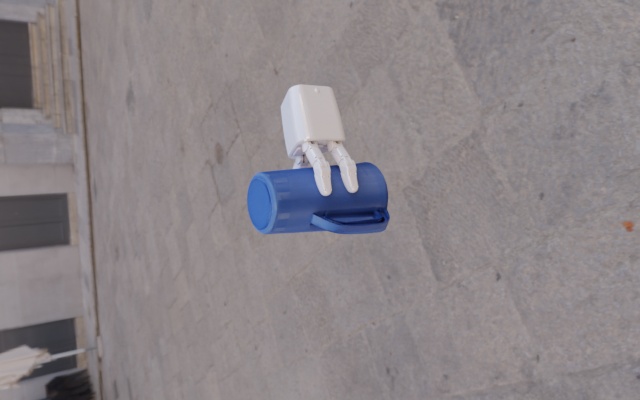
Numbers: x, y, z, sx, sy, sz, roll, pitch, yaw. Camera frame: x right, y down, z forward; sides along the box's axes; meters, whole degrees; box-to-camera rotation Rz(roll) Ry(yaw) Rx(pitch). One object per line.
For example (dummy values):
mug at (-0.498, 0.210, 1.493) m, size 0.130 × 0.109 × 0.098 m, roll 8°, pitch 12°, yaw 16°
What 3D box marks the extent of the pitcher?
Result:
pitcher at (0.000, 0.003, 0.871) m, size 0.243 × 0.145 × 0.149 m, roll -5°, pitch -9°, yaw -33°
